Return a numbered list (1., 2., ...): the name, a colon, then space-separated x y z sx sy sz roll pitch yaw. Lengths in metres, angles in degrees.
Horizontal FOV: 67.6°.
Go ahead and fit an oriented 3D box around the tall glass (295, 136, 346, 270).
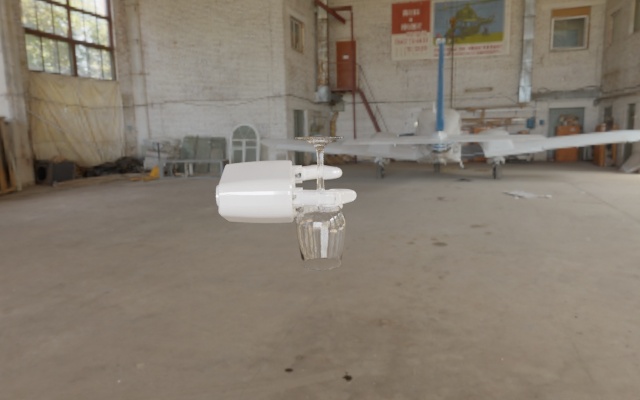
1. tall glass: 0.000 0.002 0.736 0.079 0.201 0.079 -1 9 0
